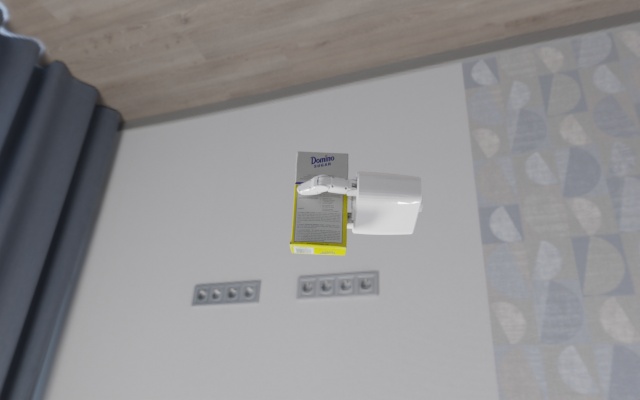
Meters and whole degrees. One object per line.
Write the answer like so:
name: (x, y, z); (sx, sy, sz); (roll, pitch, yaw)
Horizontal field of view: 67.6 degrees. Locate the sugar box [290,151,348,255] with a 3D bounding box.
sugar box: (0.000, 0.003, 0.816); (0.093, 0.176, 0.048); (3, -27, 1)
